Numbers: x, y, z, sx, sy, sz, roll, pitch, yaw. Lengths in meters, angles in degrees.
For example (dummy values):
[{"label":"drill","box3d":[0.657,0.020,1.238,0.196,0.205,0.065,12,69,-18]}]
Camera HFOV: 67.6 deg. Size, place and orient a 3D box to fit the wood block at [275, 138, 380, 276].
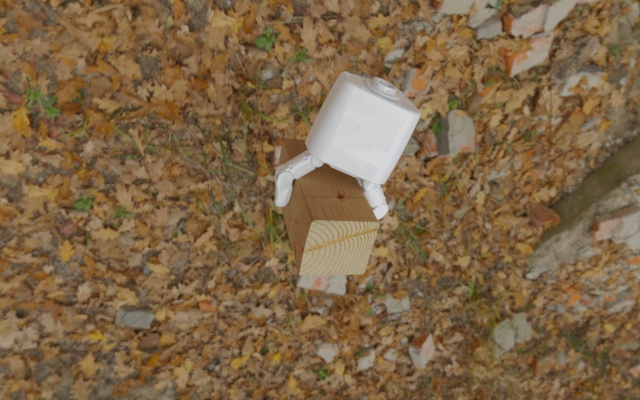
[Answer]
[{"label":"wood block","box3d":[0.000,0.002,0.673,0.091,0.090,0.206,2,34,-17]}]
